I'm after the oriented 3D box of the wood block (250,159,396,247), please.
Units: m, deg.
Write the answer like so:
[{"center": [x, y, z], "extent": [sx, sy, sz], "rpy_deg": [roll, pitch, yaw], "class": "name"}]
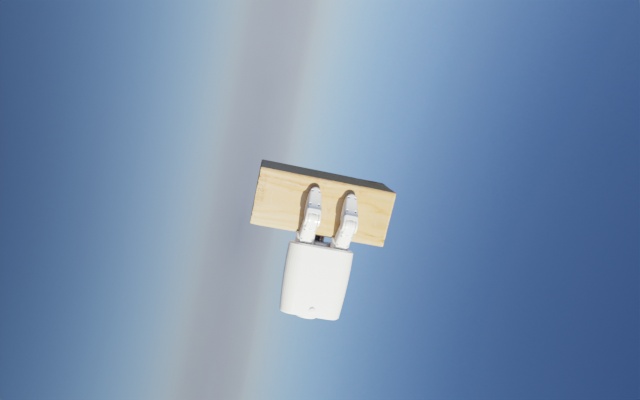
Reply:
[{"center": [0.000, 0.003, 0.753], "extent": [0.206, 0.090, 0.091], "rpy_deg": [11, 10, -9], "class": "wood block"}]
